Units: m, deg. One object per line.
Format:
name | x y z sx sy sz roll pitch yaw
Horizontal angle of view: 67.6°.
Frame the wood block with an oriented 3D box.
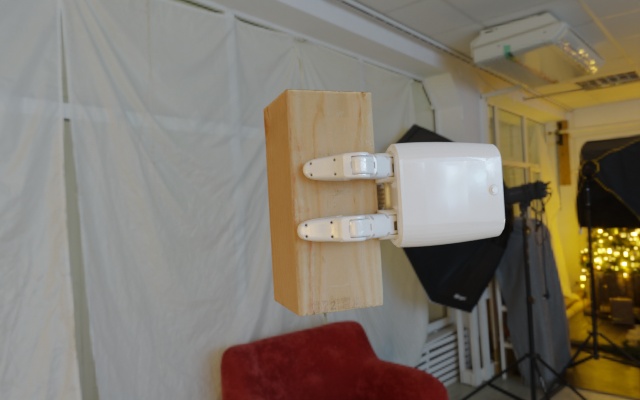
wood block | 0.000 0.001 0.486 0.090 0.206 0.091 -3 -1 -20
